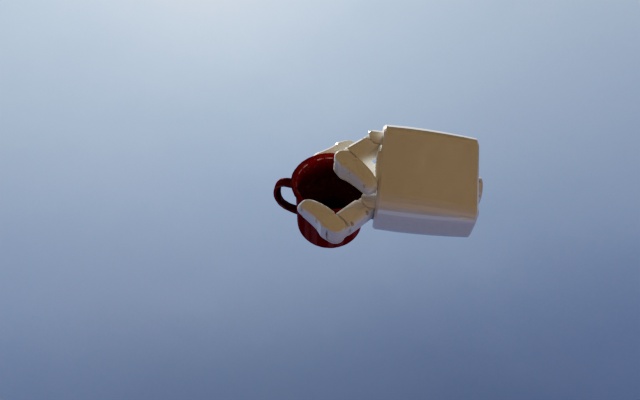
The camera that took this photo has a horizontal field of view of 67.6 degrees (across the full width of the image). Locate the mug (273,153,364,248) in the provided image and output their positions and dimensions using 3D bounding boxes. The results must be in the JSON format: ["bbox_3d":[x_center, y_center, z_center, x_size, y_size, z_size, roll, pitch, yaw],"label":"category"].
[{"bbox_3d":[-0.001,0.002,0.577,0.117,0.093,0.082,9,-40,6],"label":"mug"}]
